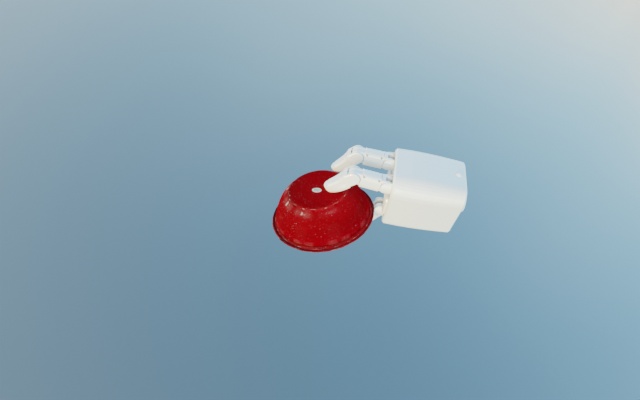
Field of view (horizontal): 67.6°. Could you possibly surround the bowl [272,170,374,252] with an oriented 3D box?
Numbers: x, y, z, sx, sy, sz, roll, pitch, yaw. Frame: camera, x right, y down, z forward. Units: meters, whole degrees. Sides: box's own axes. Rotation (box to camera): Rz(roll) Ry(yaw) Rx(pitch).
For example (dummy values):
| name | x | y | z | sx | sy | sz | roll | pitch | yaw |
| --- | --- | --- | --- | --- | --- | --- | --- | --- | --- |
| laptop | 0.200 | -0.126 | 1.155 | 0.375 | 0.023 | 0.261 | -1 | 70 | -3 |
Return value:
| name | x | y | z | sx | sy | sz | roll | pitch | yaw |
| --- | --- | --- | --- | --- | --- | --- | --- | --- | --- |
| bowl | -0.001 | 0.002 | 0.734 | 0.162 | 0.055 | 0.162 | -6 | 41 | 6 |
